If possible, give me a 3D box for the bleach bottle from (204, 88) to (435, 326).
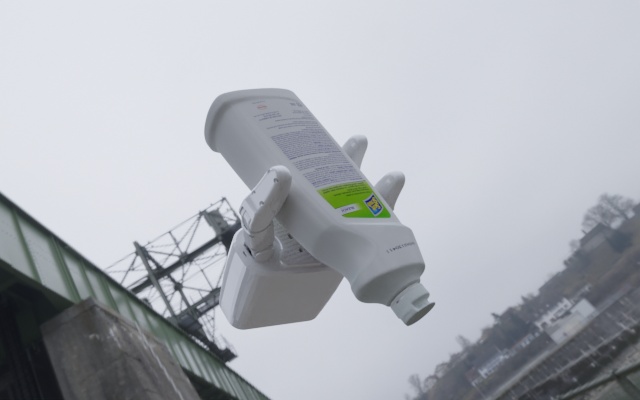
[{"bbox_3d":[0.000,0.001,0.413,0.102,0.250,0.068,-15,-36,-37],"label":"bleach bottle"}]
